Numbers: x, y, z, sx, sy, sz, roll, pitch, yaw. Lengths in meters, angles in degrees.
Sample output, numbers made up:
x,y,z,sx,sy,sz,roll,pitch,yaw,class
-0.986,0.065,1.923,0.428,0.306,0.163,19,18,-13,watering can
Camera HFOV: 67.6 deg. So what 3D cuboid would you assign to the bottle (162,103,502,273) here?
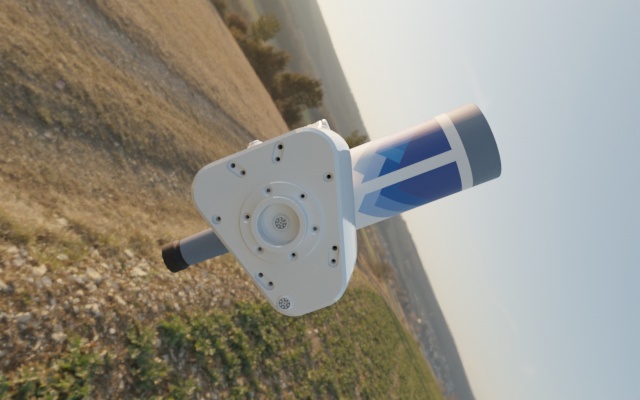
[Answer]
x,y,z,sx,sy,sz,roll,pitch,yaw,class
0.000,0.001,0.415,0.296,0.069,0.069,-21,-3,7,bottle
